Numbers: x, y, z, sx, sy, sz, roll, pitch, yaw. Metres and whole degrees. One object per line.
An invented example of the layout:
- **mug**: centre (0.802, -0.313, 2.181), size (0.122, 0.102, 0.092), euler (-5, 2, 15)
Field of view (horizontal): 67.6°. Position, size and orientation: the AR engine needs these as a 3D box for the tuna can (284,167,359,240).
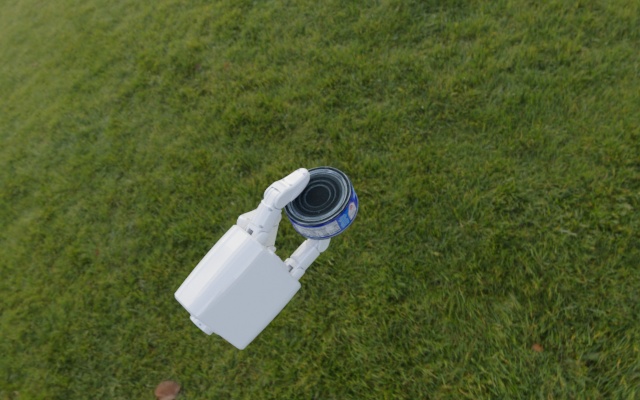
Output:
- **tuna can**: centre (0.000, 0.001, 0.568), size (0.086, 0.086, 0.034), euler (0, -34, 20)
